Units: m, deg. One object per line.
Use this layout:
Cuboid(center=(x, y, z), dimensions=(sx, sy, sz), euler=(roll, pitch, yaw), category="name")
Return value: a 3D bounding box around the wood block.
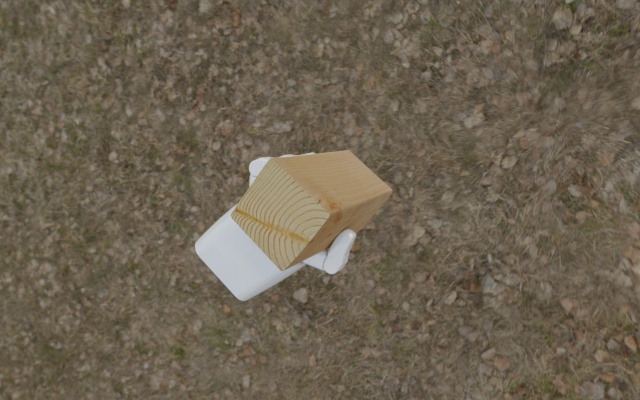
Cuboid(center=(0.000, 0.002, 0.591), dimensions=(0.091, 0.090, 0.206), euler=(45, 24, 13), category="wood block")
